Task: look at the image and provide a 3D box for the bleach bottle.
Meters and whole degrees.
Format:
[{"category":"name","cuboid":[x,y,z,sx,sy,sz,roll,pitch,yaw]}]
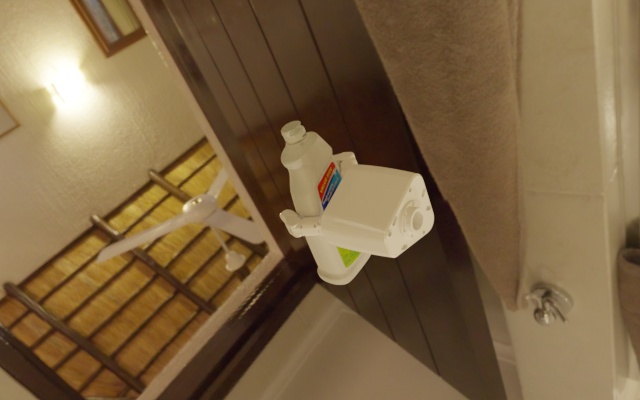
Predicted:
[{"category":"bleach bottle","cuboid":[0.000,0.002,0.703,0.068,0.251,0.102,9,46,42]}]
